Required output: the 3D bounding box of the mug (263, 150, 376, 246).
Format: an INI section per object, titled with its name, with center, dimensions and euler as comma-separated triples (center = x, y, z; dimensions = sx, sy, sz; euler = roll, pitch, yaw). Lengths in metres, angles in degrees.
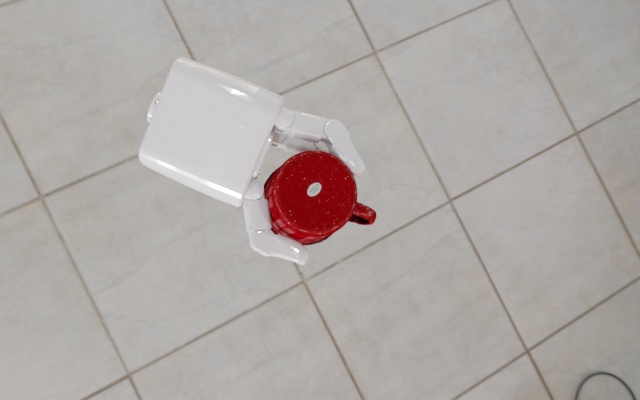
[mug]
center = 0.001, 0.002, 0.476
dimensions = 0.117, 0.093, 0.081
euler = 21, -10, -7
